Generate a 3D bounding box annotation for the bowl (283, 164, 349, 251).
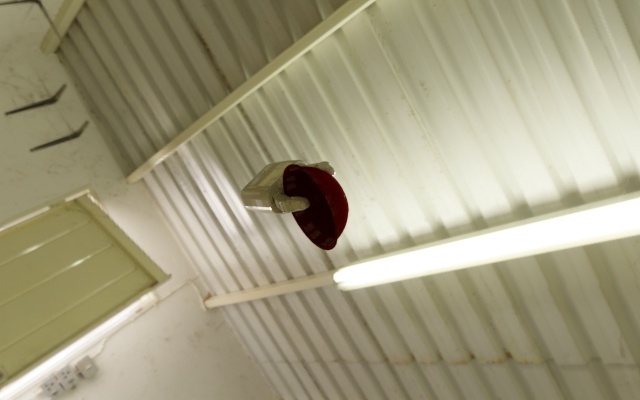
[{"bbox_3d":[0.001,0.003,0.824,0.055,0.162,0.162,-27,12,-25],"label":"bowl"}]
